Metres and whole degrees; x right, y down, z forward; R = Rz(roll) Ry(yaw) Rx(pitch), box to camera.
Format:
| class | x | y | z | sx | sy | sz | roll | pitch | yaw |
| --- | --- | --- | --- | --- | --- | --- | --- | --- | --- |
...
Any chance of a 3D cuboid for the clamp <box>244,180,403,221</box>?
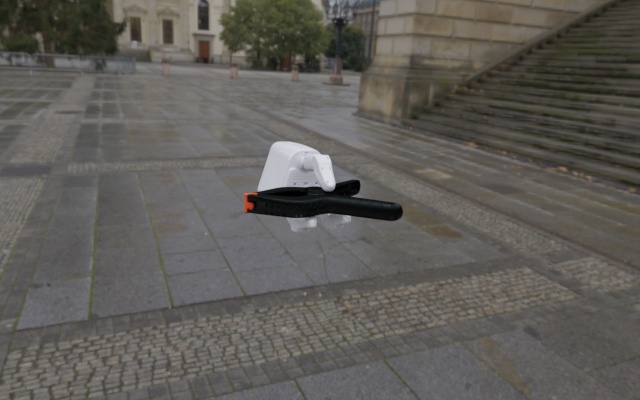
| class | x | y | z | sx | sy | sz | roll | pitch | yaw |
| --- | --- | --- | --- | --- | --- | --- | --- | --- | --- |
| clamp | 0.000 | 0.001 | 0.675 | 0.210 | 0.036 | 0.164 | -4 | 15 | -24 |
